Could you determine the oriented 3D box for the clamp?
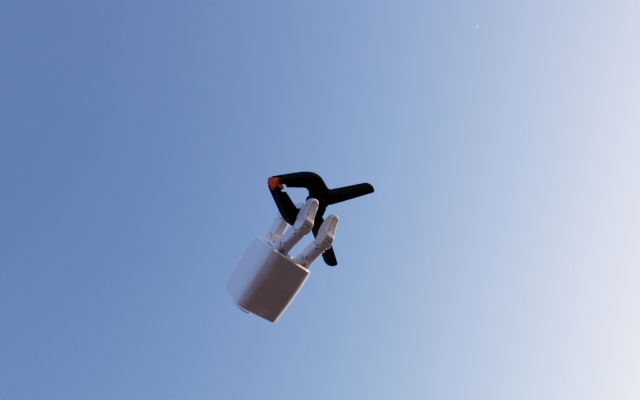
[{"bbox_3d":[-0.001,0.002,0.811,0.210,0.164,0.036,38,-10,-38],"label":"clamp"}]
